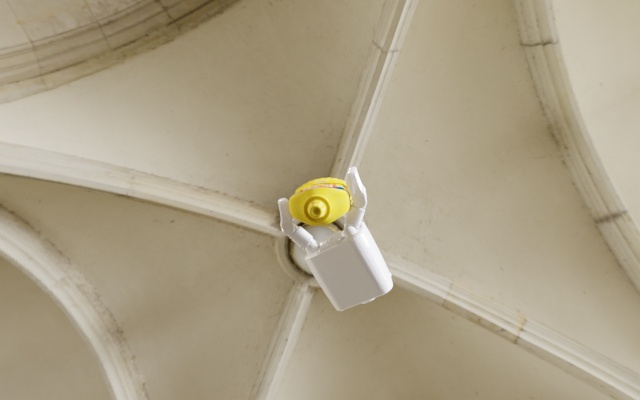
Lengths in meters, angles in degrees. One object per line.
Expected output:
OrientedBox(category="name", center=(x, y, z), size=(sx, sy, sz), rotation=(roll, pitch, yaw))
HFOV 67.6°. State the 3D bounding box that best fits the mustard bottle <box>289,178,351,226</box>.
OrientedBox(category="mustard bottle", center=(0.000, 0.002, 0.758), size=(0.096, 0.058, 0.191), rotation=(-5, 8, 5))
